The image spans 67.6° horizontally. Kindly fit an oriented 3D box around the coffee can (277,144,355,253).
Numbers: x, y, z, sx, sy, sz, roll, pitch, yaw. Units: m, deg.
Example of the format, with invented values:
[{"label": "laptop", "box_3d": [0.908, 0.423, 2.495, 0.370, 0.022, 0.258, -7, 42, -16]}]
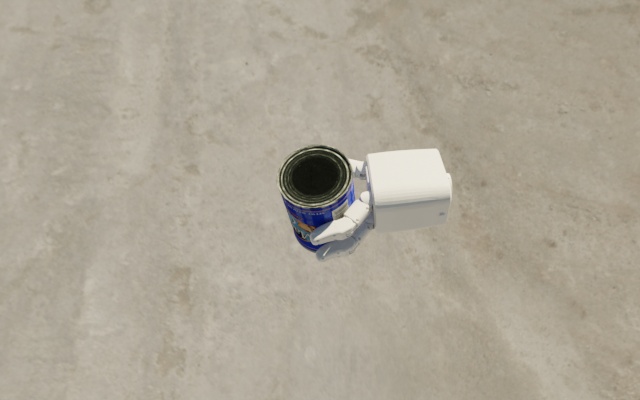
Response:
[{"label": "coffee can", "box_3d": [0.000, 0.002, 0.689, 0.103, 0.102, 0.140, 0, -31, 8]}]
